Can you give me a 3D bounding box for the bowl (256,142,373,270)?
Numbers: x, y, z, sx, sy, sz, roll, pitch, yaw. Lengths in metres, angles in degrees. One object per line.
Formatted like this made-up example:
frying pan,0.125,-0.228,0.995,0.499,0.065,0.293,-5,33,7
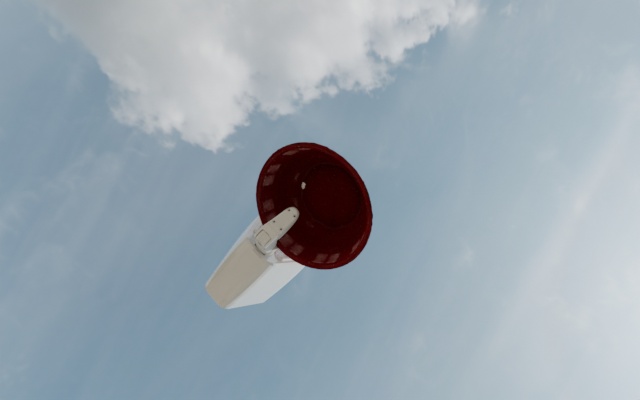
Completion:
bowl,0.001,0.001,0.596,0.162,0.162,0.055,0,17,31
